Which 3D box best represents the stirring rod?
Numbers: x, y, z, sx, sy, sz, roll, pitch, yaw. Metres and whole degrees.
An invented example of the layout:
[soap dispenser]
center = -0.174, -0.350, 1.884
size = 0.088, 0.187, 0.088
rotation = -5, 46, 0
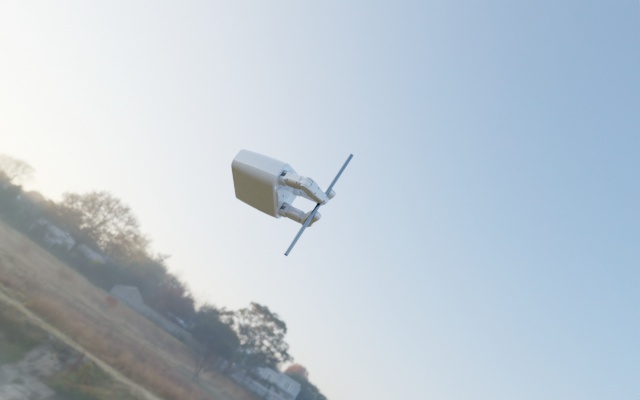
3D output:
[stirring rod]
center = 0.000, 0.003, 0.871
size = 0.011, 0.239, 0.011
rotation = 27, -26, 14
